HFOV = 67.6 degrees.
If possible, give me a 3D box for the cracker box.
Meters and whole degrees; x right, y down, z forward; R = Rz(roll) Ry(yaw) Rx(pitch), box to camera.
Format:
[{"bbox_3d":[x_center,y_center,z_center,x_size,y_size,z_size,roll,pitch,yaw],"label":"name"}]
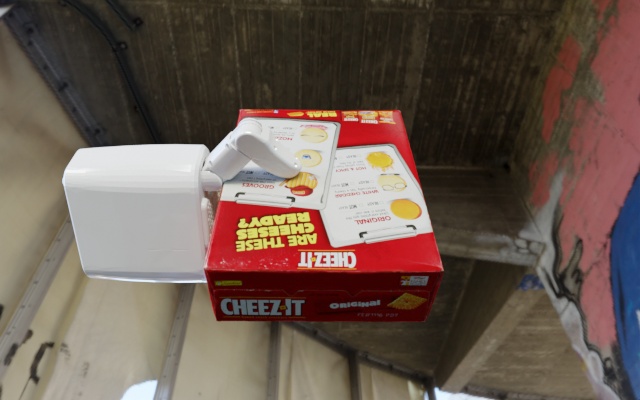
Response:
[{"bbox_3d":[0.000,0.001,0.419,0.164,0.072,0.213,0,41,-1],"label":"cracker box"}]
